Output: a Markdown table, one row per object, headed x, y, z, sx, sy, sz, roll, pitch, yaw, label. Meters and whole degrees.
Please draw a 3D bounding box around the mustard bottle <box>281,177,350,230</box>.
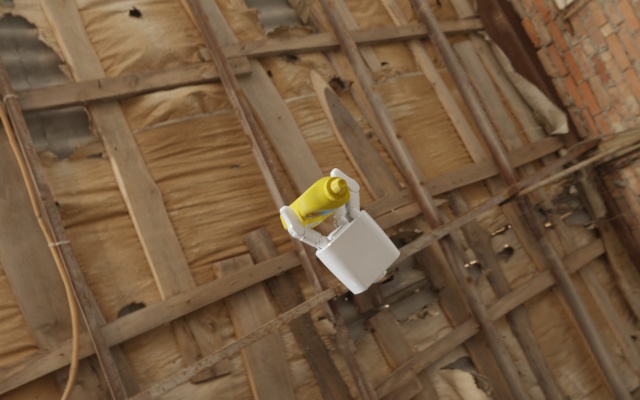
| x | y | z | sx | sy | sz | roll | pitch | yaw | label |
| --- | --- | --- | --- | --- | --- | --- | --- | --- | --- |
| 0.000 | 0.003 | 0.859 | 0.096 | 0.058 | 0.192 | -15 | -11 | -27 | mustard bottle |
